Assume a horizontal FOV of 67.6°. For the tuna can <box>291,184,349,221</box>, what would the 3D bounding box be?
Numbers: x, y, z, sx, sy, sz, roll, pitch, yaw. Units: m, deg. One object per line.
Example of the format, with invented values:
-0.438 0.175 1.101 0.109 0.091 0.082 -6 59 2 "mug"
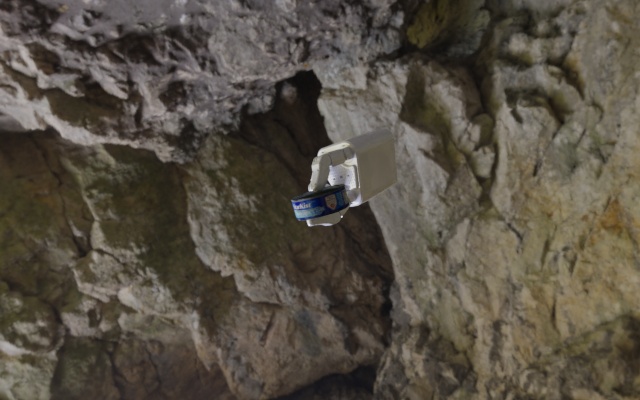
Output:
0.000 0.003 0.733 0.086 0.034 0.086 -16 7 2 "tuna can"
